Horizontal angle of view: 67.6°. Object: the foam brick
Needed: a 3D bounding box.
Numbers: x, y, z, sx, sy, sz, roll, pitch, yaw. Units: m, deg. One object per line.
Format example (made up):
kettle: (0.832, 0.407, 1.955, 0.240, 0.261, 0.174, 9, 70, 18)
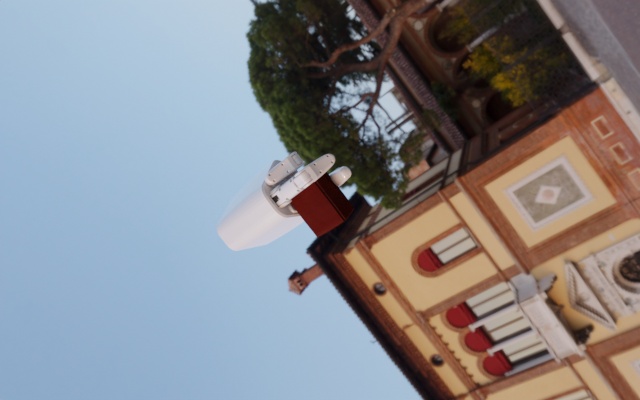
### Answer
foam brick: (0.000, 0.002, 0.668, 0.051, 0.078, 0.053, -36, 2, 25)
